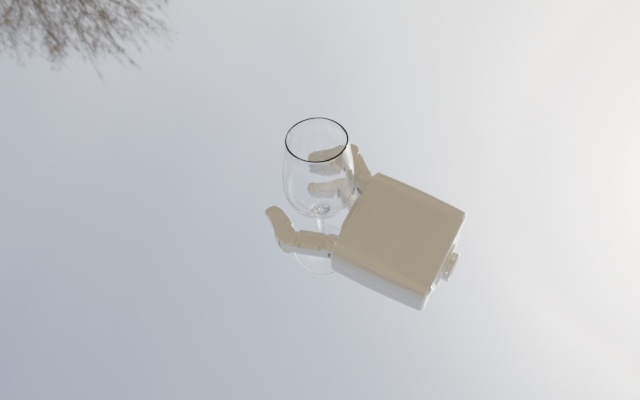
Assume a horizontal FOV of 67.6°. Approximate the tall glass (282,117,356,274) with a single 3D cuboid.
[{"bbox_3d":[0.000,0.002,0.536,0.079,0.079,0.201,0,-38,3],"label":"tall glass"}]
